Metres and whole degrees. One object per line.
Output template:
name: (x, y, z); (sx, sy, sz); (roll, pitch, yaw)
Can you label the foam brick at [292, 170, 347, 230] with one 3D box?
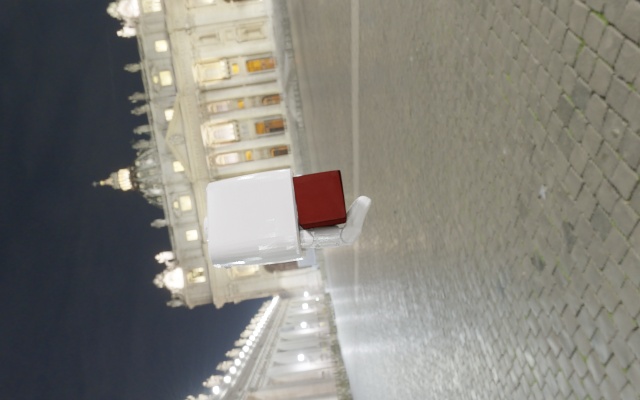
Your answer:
foam brick: (0.000, 0.002, 0.526); (0.051, 0.053, 0.078); (-8, -8, 1)
